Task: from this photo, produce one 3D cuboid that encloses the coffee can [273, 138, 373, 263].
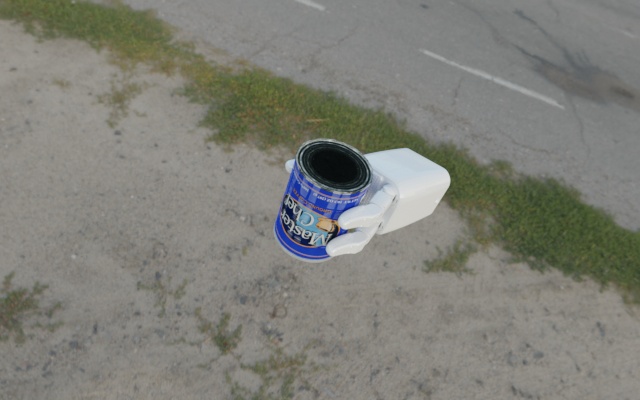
[{"bbox_3d":[0.000,0.002,0.649,0.103,0.102,0.140,0,-43,-21],"label":"coffee can"}]
